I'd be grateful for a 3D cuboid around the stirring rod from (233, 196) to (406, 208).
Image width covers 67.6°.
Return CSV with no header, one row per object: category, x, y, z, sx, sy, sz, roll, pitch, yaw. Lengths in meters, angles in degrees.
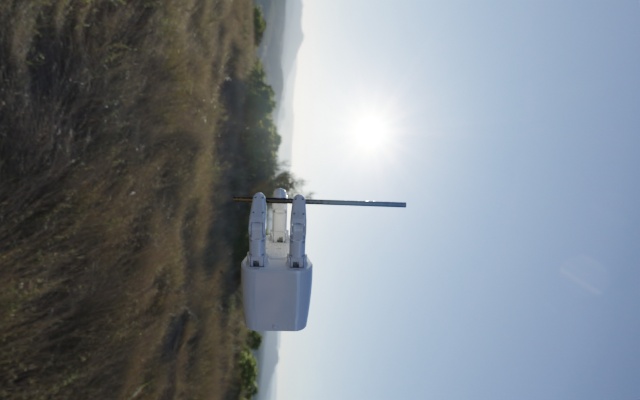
stirring rod,0.000,0.002,0.666,0.239,0.011,0.011,2,0,-3
